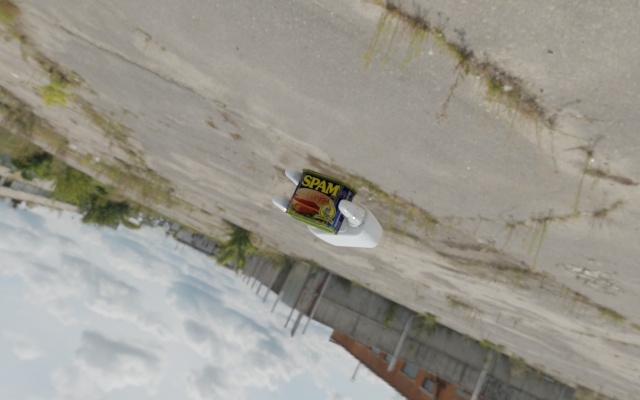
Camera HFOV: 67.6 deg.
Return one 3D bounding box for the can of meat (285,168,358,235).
[{"bbox_3d":[0.000,0.003,0.811,0.102,0.084,0.057,20,-10,25],"label":"can of meat"}]
